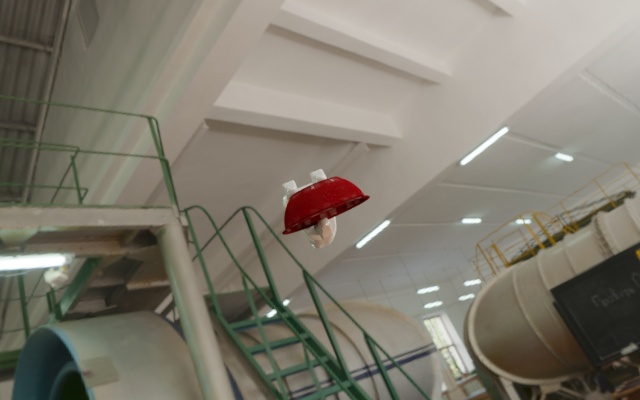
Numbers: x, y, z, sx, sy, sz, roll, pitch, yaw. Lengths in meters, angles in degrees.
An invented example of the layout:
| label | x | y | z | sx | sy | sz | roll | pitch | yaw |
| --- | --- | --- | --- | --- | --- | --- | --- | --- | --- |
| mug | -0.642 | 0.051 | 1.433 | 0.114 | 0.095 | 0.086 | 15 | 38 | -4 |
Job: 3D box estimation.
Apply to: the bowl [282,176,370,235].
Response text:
| label | x | y | z | sx | sy | sz | roll | pitch | yaw |
| --- | --- | --- | --- | --- | --- | --- | --- | --- | --- |
| bowl | 0.000 | 0.002 | 0.811 | 0.162 | 0.055 | 0.162 | -23 | -7 | -3 |
